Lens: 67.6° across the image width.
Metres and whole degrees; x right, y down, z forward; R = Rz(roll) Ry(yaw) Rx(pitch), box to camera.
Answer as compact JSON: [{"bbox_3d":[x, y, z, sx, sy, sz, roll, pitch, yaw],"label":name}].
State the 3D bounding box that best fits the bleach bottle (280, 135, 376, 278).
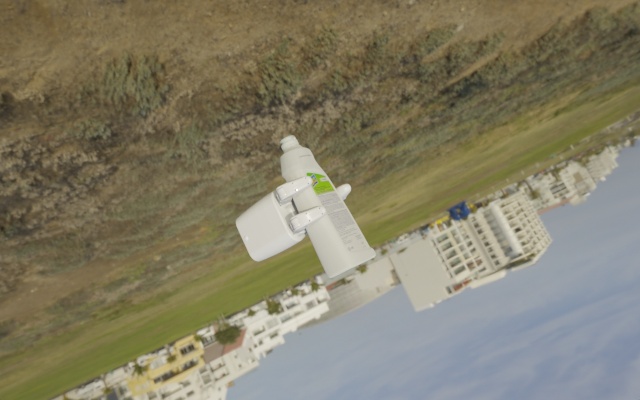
[{"bbox_3d":[0.000,0.003,0.828,0.068,0.251,0.102,-31,-10,31],"label":"bleach bottle"}]
